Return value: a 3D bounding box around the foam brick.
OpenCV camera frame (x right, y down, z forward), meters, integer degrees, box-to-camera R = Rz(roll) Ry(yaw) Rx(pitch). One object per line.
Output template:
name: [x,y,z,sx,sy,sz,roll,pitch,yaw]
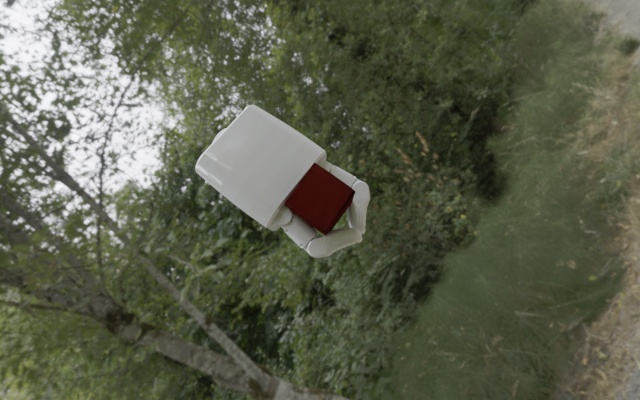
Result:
foam brick: [0.000,0.002,0.503,0.051,0.053,0.078,36,-5,5]
